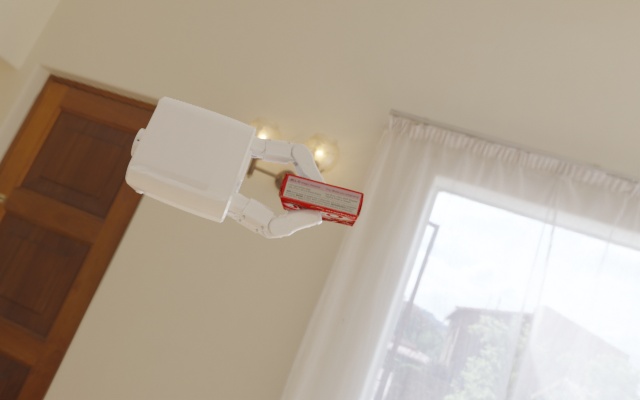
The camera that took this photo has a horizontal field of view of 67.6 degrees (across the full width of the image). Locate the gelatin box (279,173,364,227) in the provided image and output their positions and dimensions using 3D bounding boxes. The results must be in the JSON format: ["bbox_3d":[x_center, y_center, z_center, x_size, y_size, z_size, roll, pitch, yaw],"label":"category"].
[{"bbox_3d":[0.001,0.001,0.536,0.089,0.030,0.073,14,-11,2],"label":"gelatin box"}]
